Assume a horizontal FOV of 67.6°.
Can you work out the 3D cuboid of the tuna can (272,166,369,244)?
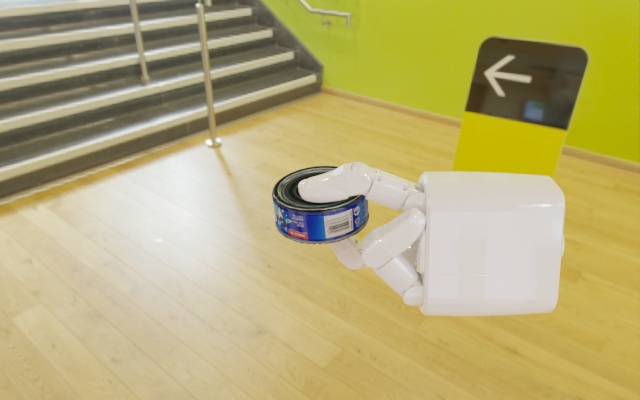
[{"bbox_3d":[0.000,0.001,0.427,0.086,0.034,0.086,-4,30,2],"label":"tuna can"}]
